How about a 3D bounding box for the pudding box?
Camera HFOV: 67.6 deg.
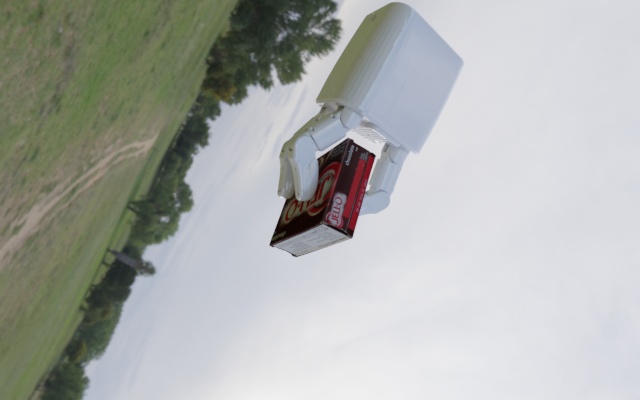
[{"bbox_3d":[0.000,0.002,0.465,0.039,0.090,0.113,28,-28,-18],"label":"pudding box"}]
